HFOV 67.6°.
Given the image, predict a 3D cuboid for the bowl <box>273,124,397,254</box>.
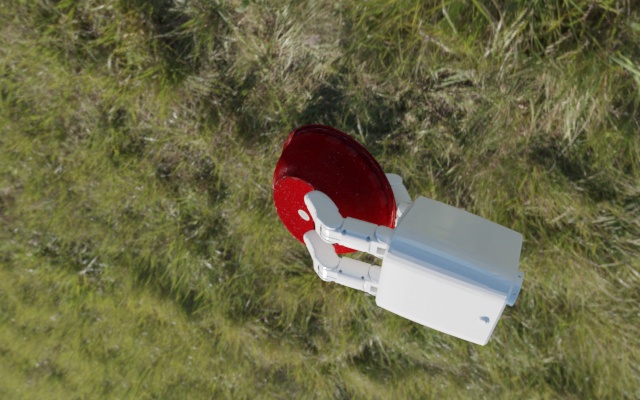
[{"bbox_3d":[-0.001,0.002,0.520,0.162,0.162,0.055,0,30,47],"label":"bowl"}]
